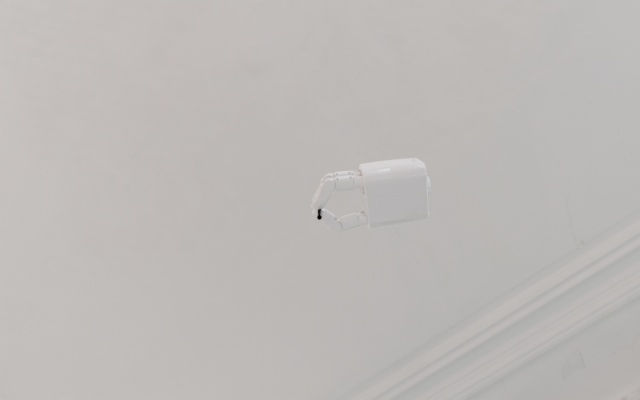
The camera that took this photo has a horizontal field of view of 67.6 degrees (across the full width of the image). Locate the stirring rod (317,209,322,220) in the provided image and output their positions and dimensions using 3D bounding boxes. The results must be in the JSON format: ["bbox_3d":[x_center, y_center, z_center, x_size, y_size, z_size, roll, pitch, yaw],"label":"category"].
[{"bbox_3d":[0.000,0.003,0.876,0.011,0.011,0.239,0,12,1],"label":"stirring rod"}]
